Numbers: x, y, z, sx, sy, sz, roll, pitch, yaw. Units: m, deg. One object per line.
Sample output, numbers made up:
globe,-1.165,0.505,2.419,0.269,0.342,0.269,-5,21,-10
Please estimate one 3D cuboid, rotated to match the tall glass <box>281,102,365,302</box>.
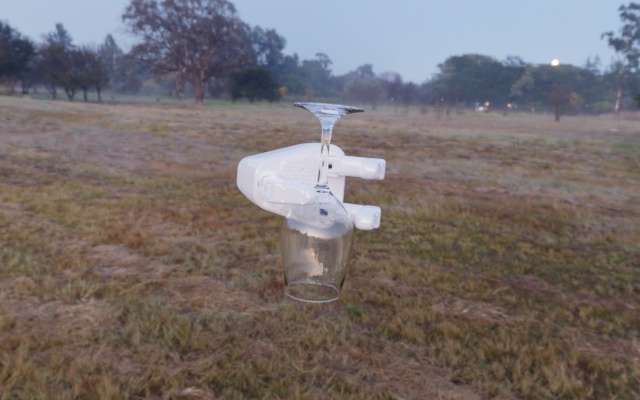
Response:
tall glass,0.000,0.001,0.506,0.079,0.201,0.079,5,7,-1
